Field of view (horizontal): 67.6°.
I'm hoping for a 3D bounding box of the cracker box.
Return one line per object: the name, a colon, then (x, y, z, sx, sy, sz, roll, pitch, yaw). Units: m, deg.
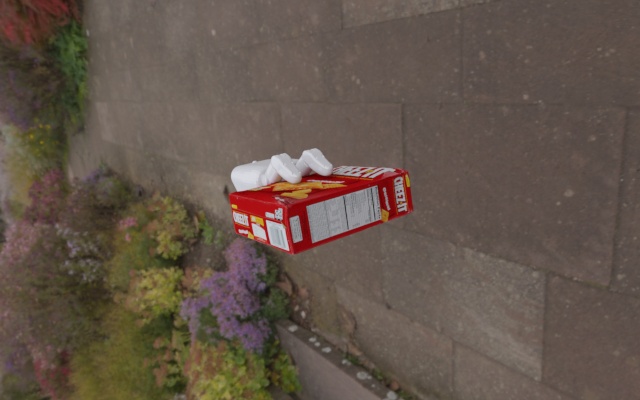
cracker box: (0.000, 0.002, 0.695, 0.213, 0.072, 0.164, -17, 16, -33)
